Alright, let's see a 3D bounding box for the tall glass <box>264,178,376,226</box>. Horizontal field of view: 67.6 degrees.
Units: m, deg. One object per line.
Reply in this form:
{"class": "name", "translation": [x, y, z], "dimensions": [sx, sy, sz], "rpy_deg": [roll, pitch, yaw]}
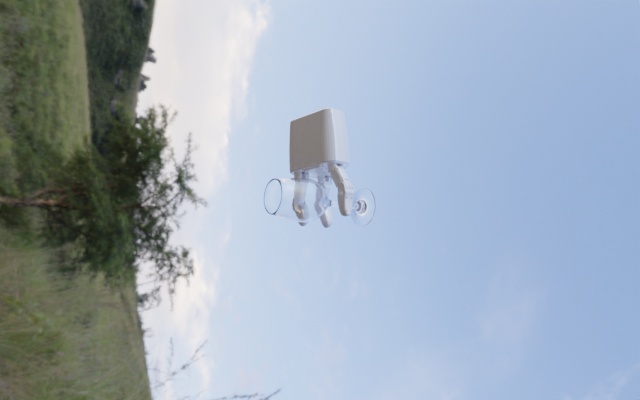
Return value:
{"class": "tall glass", "translation": [0.001, 0.003, 0.859], "dimensions": [0.201, 0.079, 0.079], "rpy_deg": [7, -4, -35]}
